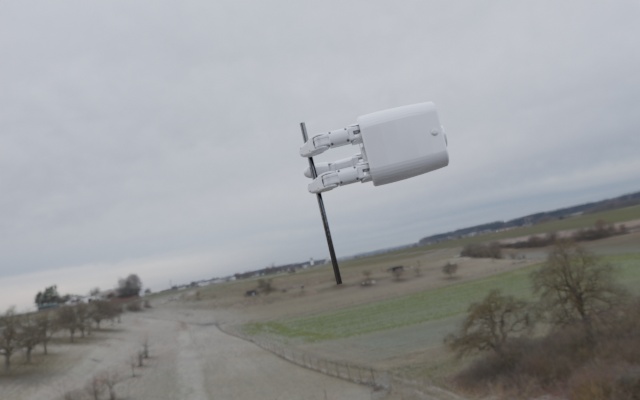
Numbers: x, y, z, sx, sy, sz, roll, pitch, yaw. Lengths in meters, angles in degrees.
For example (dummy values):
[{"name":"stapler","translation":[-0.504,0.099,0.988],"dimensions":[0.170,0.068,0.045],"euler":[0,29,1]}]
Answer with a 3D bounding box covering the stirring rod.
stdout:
[{"name":"stirring rod","translation":[0.000,0.002,0.691],"dimensions":[0.011,0.239,0.011],"euler":[-13,-6,-1]}]
